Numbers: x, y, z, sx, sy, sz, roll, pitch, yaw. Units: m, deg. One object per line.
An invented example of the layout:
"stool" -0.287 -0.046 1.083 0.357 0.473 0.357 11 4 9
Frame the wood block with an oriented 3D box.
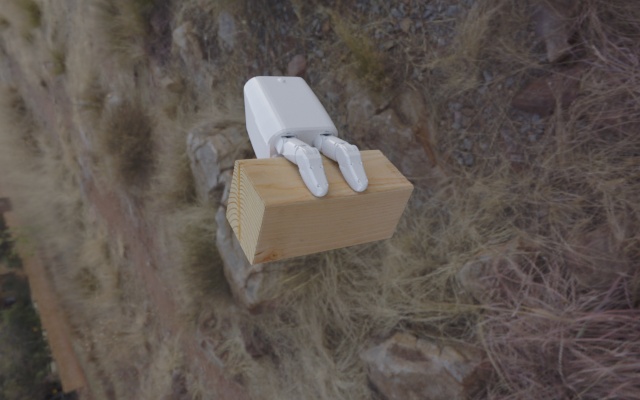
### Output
"wood block" 0.000 0.002 0.596 0.206 0.091 0.090 -8 43 -31
